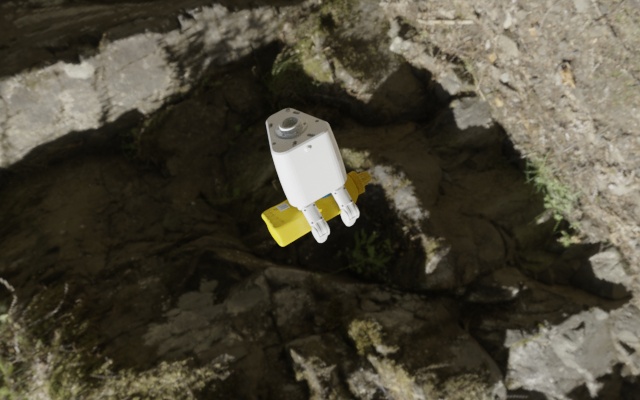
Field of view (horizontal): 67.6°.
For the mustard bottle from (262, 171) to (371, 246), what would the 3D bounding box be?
[{"bbox_3d":[0.000,0.003,0.799,0.191,0.058,0.096,-29,19,-10],"label":"mustard bottle"}]
